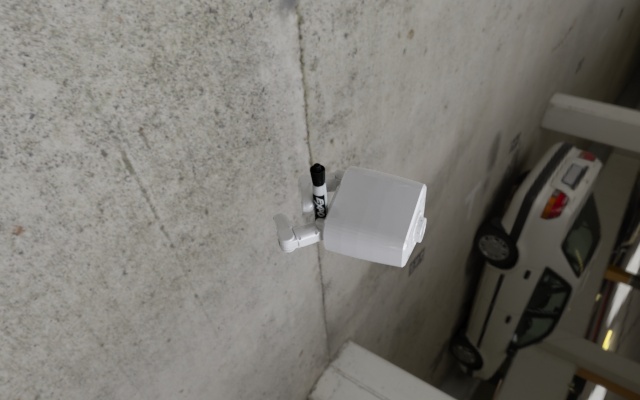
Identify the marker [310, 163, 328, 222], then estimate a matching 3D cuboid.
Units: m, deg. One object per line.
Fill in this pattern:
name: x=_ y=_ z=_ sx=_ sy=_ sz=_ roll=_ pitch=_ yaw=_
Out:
marker: x=0.000 y=0.002 z=0.606 sx=0.020 sy=0.121 sz=0.020 roll=-3 pitch=43 yaw=3
